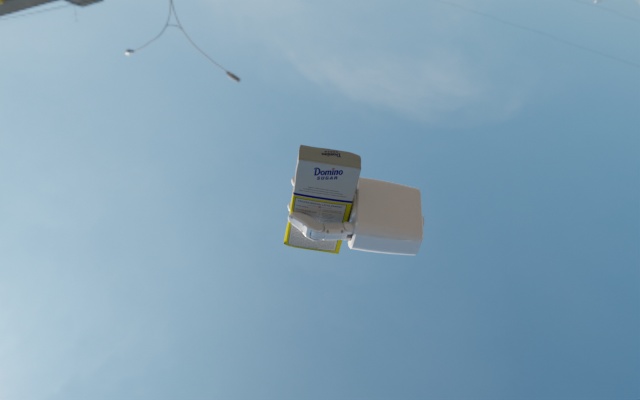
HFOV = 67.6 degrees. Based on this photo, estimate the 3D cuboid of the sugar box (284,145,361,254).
[{"bbox_3d":[0.000,0.002,0.737,0.093,0.176,0.048,9,37,-5],"label":"sugar box"}]
